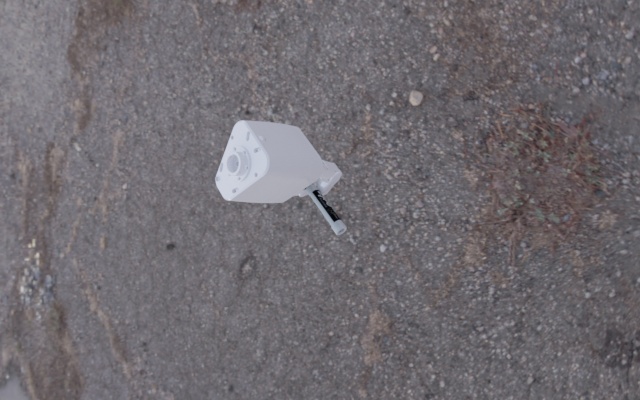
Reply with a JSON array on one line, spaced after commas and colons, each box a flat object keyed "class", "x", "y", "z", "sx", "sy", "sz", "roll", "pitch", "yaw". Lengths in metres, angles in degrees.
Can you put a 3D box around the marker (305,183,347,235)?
[{"class": "marker", "x": 0.000, "y": 0.002, "z": 0.742, "sx": 0.020, "sy": 0.121, "sz": 0.020, "roll": -28, "pitch": -27, "yaw": -16}]
